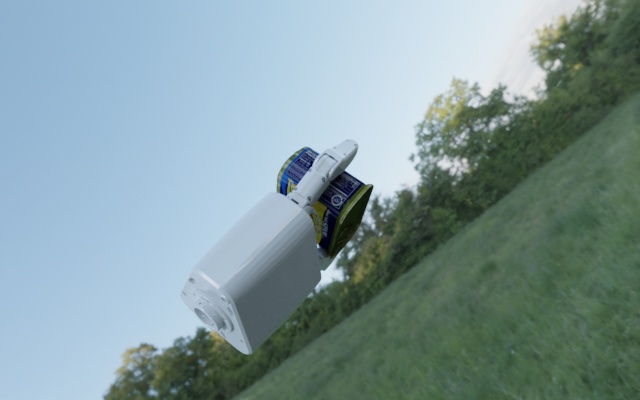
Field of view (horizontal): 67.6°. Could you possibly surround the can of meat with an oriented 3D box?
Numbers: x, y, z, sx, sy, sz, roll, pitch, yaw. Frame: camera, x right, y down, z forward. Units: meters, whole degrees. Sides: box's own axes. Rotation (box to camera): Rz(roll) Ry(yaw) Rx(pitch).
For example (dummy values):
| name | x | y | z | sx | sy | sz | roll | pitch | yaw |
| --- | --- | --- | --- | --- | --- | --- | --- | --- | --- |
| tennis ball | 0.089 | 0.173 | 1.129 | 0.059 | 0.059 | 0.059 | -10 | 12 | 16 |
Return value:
| name | x | y | z | sx | sy | sz | roll | pitch | yaw |
| --- | --- | --- | --- | --- | --- | --- | --- | --- | --- |
| can of meat | 0.000 | 0.001 | 0.508 | 0.084 | 0.057 | 0.102 | 34 | -32 | 15 |
